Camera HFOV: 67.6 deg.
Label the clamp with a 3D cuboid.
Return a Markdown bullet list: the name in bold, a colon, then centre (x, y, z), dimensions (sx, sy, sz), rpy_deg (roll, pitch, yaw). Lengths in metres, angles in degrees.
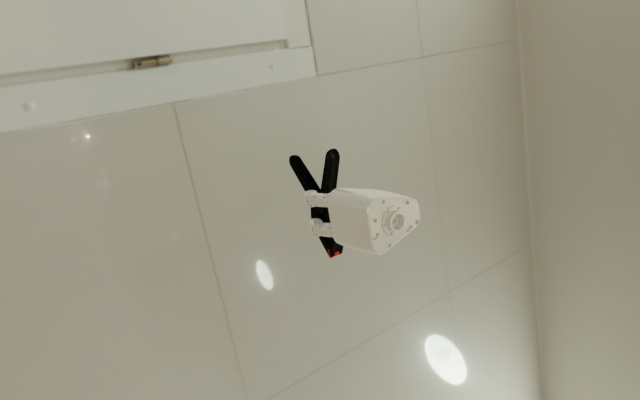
- **clamp**: centre (0.001, 0.003, 0.900), dimensions (0.036, 0.210, 0.164), rpy_deg (-18, 16, -27)
